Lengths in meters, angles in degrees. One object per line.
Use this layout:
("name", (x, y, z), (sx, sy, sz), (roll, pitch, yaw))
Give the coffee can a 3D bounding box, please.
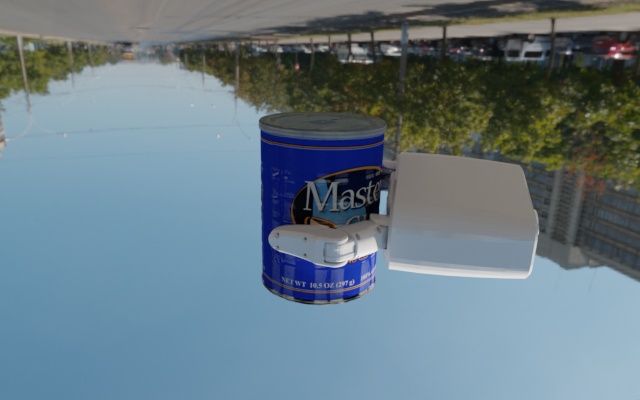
("coffee can", (0.000, 0.001, 0.406), (0.103, 0.140, 0.102), (1, 18, 0))
